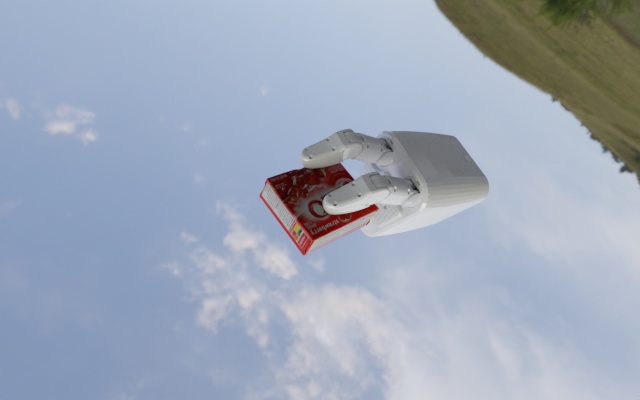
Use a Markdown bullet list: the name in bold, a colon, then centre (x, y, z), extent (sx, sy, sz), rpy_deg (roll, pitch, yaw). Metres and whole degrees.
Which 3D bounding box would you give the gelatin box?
- **gelatin box**: centre (0.000, 0.002, 0.447), extent (0.089, 0.073, 0.030), rpy_deg (-22, -25, -38)
